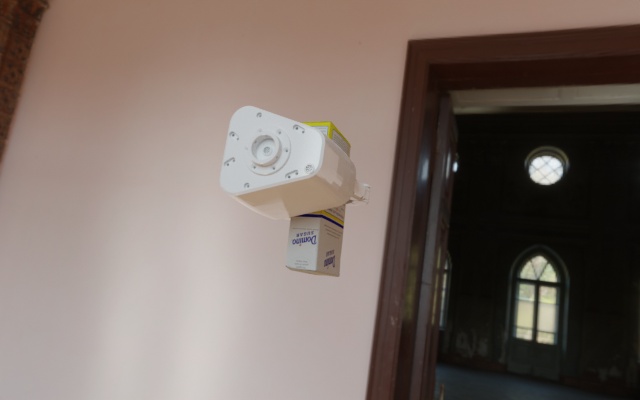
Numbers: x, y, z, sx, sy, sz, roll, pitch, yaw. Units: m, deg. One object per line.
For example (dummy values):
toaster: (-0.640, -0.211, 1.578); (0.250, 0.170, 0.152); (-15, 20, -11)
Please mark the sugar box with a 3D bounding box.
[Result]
sugar box: (0.000, 0.002, 0.587); (0.048, 0.176, 0.093); (4, -11, 21)
